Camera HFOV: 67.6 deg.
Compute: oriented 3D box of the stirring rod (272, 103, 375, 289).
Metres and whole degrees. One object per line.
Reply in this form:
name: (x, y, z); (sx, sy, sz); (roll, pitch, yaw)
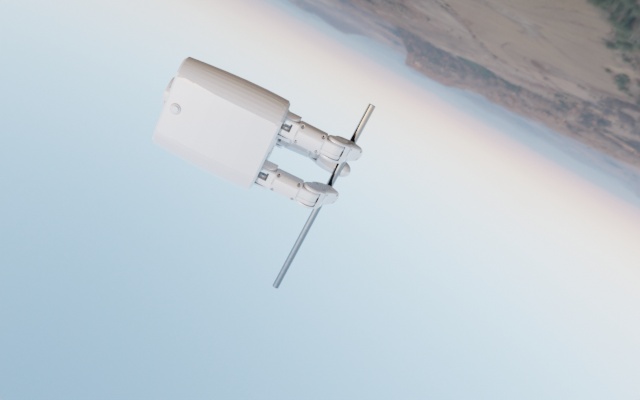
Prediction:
stirring rod: (0.000, 0.002, 0.534); (0.011, 0.239, 0.011); (25, 18, -9)
